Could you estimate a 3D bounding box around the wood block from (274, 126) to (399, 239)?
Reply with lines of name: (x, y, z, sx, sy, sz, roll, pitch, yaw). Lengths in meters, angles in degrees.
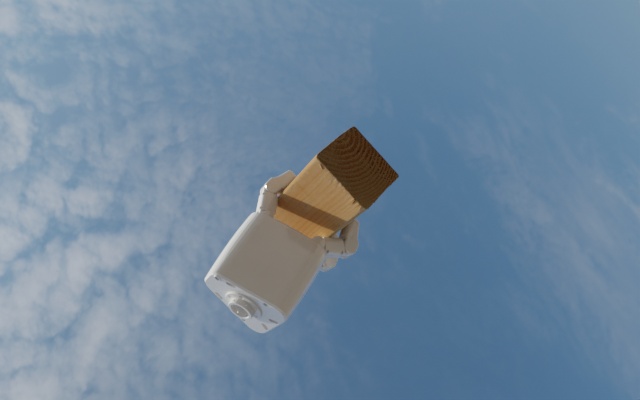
wood block: (0.000, 0.002, 0.666, 0.090, 0.091, 0.206, -42, 0, -40)
